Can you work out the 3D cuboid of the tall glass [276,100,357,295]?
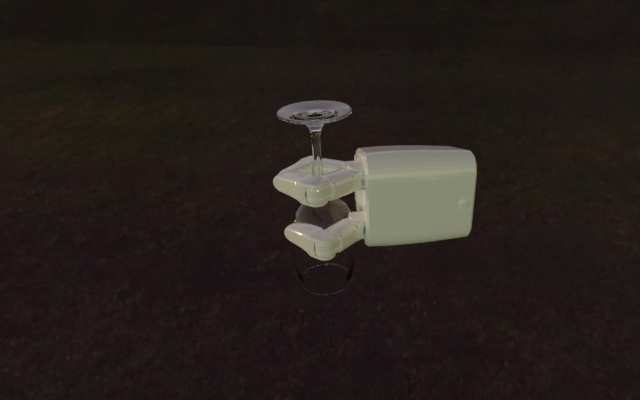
[{"bbox_3d":[0.000,0.001,0.508,0.079,0.201,0.079,-3,27,1],"label":"tall glass"}]
